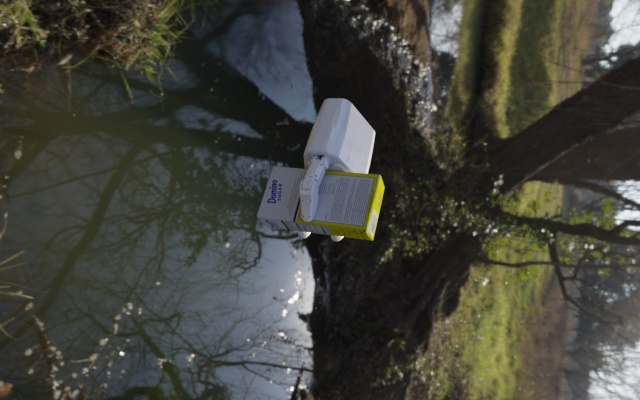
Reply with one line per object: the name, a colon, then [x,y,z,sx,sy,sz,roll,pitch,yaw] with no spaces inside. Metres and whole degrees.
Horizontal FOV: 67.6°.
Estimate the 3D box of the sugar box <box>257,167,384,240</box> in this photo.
sugar box: [0.000,0.003,0.723,0.176,0.093,0.048,5,-25,23]
